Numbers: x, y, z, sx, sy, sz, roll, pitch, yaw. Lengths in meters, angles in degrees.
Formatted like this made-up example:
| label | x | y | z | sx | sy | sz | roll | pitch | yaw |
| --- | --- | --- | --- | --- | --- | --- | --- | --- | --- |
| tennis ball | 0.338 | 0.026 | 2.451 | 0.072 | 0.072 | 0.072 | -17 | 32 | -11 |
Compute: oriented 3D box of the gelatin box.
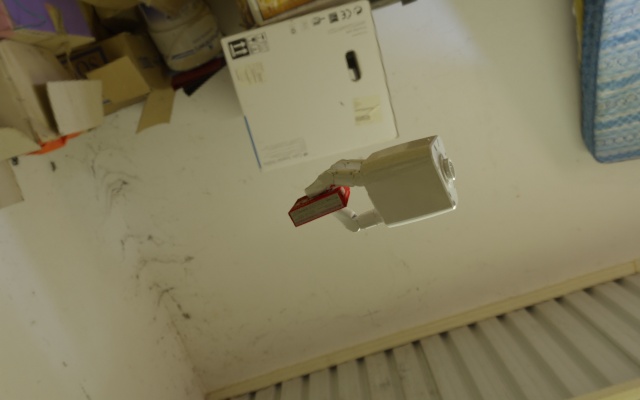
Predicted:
| label | x | y | z | sx | sy | sz | roll | pitch | yaw |
| --- | --- | --- | --- | --- | --- | --- | --- | --- | --- |
| gelatin box | 0.000 | 0.003 | 0.741 | 0.089 | 0.030 | 0.073 | -24 | 12 | 15 |
